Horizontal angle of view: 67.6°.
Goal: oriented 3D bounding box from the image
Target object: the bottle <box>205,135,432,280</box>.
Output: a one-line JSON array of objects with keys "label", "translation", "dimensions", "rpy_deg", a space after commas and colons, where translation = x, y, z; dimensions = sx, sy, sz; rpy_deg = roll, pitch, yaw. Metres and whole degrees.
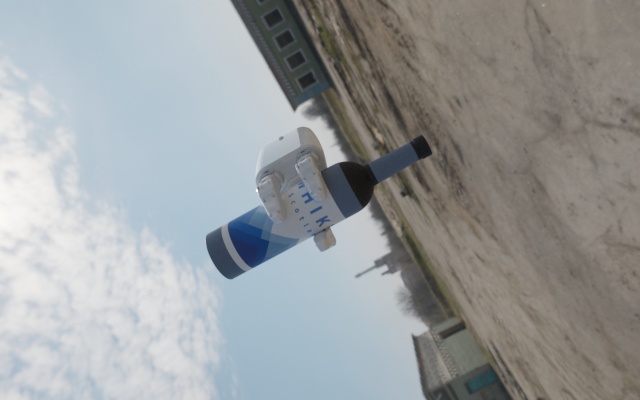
[{"label": "bottle", "translation": [0.000, 0.002, 0.593], "dimensions": [0.296, 0.069, 0.069], "rpy_deg": [-28, -4, 7]}]
